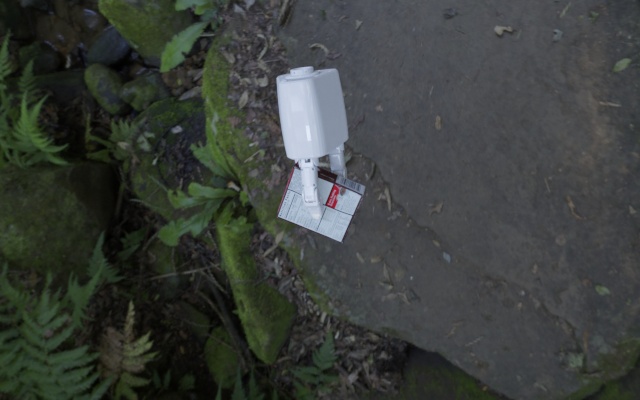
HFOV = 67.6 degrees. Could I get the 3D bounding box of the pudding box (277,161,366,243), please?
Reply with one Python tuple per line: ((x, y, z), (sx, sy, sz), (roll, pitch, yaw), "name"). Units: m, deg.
((0.000, 0.002, 0.722), (0.113, 0.090, 0.039), (23, 25, 1), "pudding box")
